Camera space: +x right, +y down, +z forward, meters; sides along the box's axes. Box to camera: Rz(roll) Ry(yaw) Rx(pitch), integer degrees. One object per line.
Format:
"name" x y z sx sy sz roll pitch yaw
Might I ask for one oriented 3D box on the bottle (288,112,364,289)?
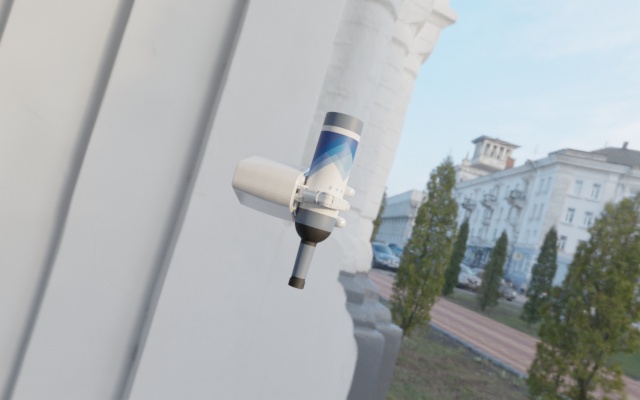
"bottle" 0.000 0.002 0.799 0.069 0.295 0.069 16 -2 1
